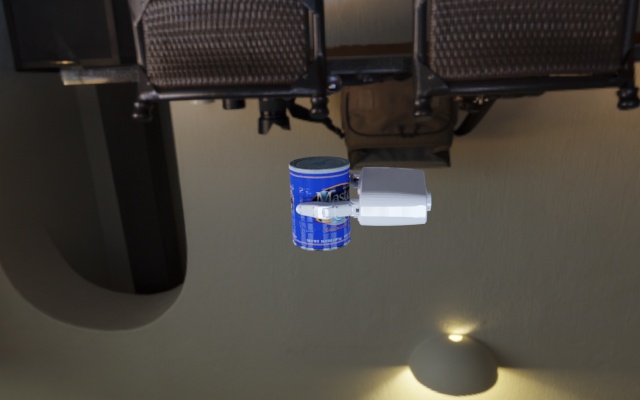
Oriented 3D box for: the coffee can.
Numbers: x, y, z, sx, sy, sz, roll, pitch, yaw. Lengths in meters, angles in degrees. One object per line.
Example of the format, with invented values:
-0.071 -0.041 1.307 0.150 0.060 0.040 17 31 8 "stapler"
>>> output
0.000 0.003 0.822 0.103 0.140 0.102 -2 17 0 "coffee can"
